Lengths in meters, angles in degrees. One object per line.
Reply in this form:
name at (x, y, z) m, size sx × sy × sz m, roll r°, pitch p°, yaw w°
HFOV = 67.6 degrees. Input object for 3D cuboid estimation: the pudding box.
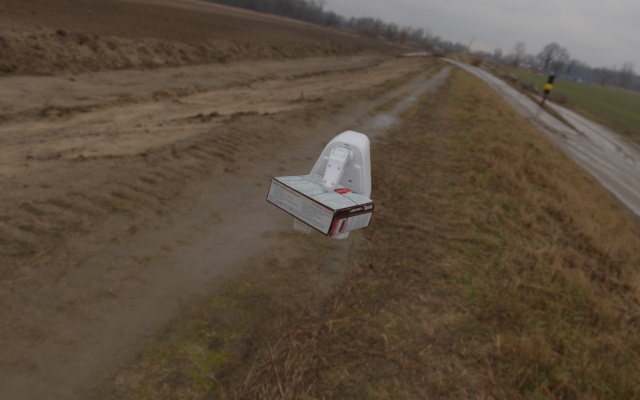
pudding box at (0.000, 0.002, 0.622) m, size 0.113 × 0.039 × 0.090 m, roll 26°, pitch 23°, yaw 34°
